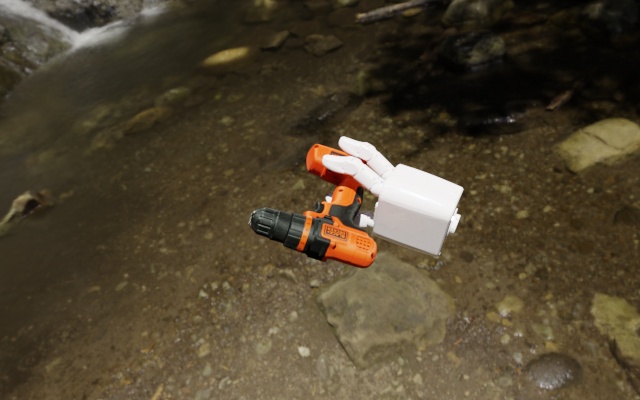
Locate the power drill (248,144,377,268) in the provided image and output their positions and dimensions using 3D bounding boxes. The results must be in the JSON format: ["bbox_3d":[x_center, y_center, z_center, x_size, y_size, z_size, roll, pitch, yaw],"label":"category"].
[{"bbox_3d":[0.000,0.002,0.715,0.184,0.187,0.057,19,-40,-8],"label":"power drill"}]
